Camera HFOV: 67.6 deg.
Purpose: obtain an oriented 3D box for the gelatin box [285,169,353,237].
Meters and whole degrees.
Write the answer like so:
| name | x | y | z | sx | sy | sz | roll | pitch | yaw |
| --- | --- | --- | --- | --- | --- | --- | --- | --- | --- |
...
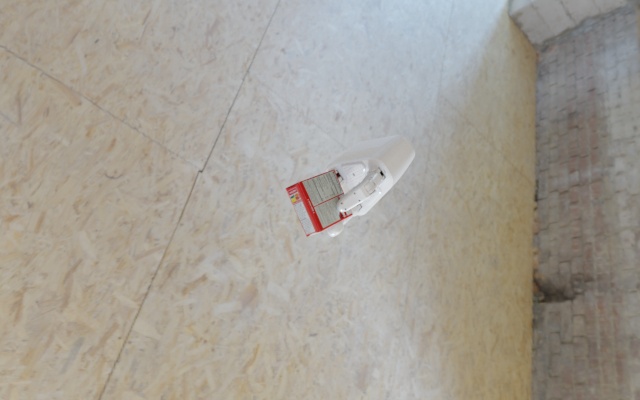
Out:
| name | x | y | z | sx | sy | sz | roll | pitch | yaw |
| --- | --- | --- | --- | --- | --- | --- | --- | --- | --- |
| gelatin box | 0.000 | 0.002 | 0.670 | 0.030 | 0.073 | 0.089 | -23 | 0 | 38 |
